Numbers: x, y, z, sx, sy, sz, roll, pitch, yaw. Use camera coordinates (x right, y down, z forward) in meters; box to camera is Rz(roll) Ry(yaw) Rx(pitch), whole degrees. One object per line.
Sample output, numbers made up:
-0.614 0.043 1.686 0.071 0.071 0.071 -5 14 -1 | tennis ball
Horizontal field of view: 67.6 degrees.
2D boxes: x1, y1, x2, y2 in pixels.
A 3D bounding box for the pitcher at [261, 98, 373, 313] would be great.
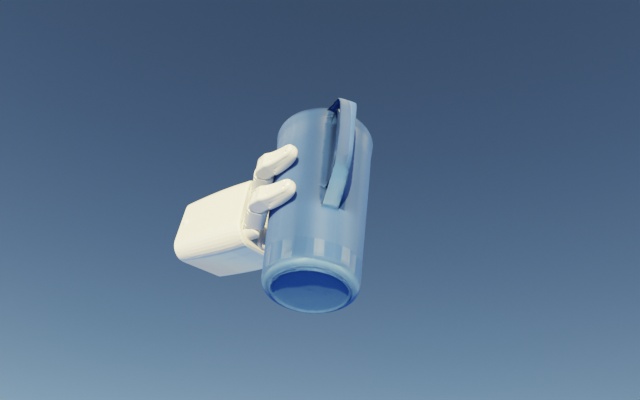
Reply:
0.000 0.002 0.581 0.145 0.242 0.149 -16 -46 22 | pitcher
